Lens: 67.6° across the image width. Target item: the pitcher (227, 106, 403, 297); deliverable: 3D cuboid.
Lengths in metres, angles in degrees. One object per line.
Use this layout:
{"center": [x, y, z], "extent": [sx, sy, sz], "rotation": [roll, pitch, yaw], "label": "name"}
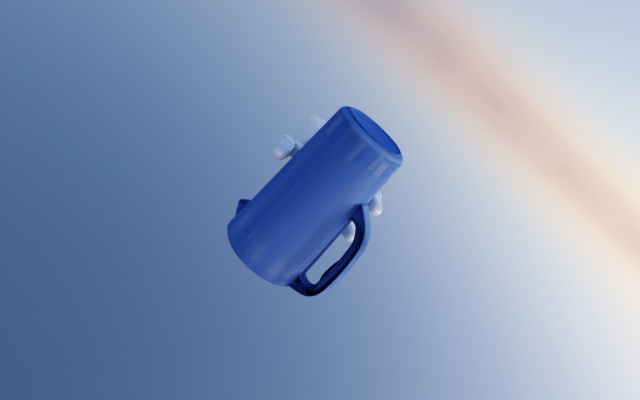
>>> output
{"center": [0.000, 0.002, 0.647], "extent": [0.149, 0.243, 0.145], "rotation": [35, 22, -20], "label": "pitcher"}
